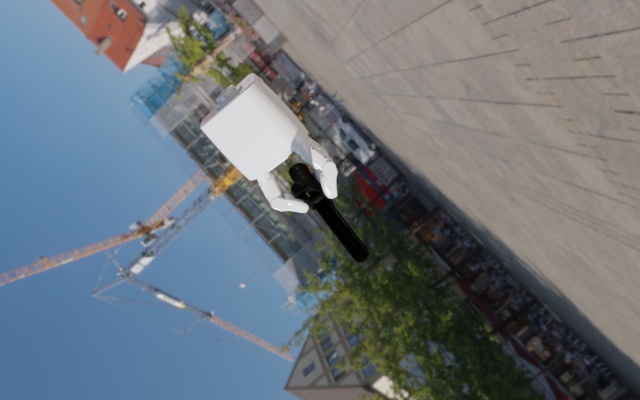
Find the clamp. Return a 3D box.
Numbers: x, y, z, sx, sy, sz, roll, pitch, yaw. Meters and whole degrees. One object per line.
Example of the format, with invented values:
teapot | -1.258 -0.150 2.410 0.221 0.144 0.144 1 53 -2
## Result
clamp | -0.001 0.003 0.733 0.036 0.165 0.210 -39 23 5
